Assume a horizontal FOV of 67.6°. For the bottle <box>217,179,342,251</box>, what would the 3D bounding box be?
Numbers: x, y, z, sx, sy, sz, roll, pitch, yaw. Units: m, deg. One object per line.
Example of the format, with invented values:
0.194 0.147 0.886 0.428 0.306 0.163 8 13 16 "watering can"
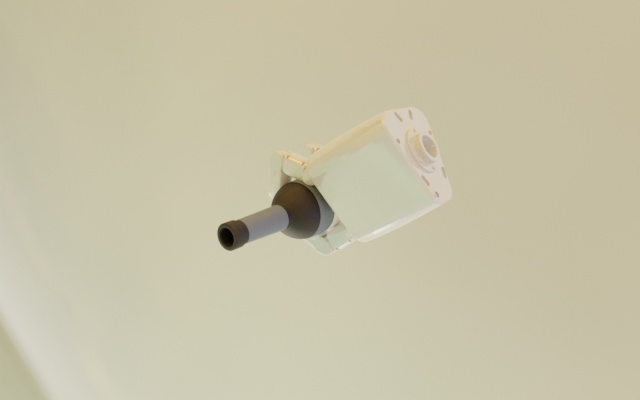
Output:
0.000 0.002 0.558 0.069 0.069 0.295 0 13 38 "bottle"
